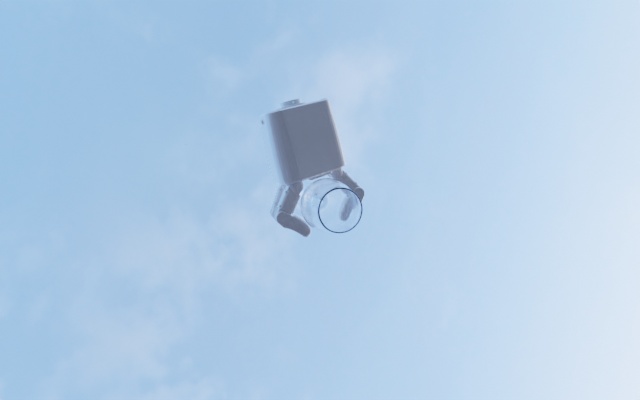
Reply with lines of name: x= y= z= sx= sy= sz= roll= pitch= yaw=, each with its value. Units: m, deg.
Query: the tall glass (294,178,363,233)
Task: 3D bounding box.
tall glass: x=0.000 y=0.002 z=0.723 sx=0.079 sy=0.079 sz=0.201 roll=0 pitch=7 yaw=-16
